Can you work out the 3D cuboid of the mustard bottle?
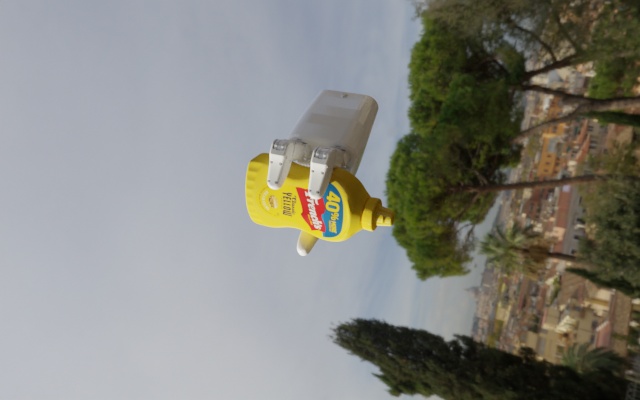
[{"bbox_3d":[0.000,0.002,0.604,0.191,0.096,0.058,13,28,20],"label":"mustard bottle"}]
